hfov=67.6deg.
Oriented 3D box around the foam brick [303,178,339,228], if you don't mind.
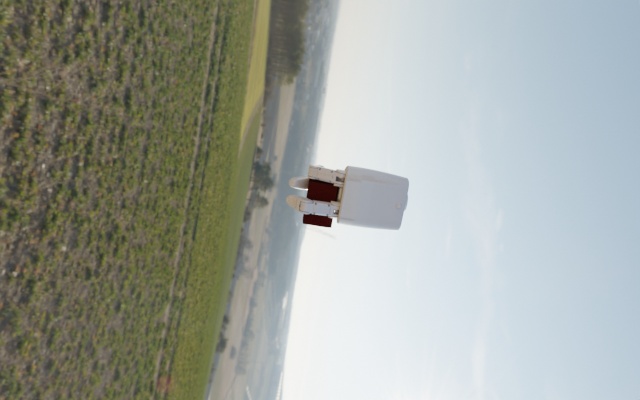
[{"bbox_3d":[0.000,0.003,0.824,0.051,0.078,0.053,9,11,-3],"label":"foam brick"}]
